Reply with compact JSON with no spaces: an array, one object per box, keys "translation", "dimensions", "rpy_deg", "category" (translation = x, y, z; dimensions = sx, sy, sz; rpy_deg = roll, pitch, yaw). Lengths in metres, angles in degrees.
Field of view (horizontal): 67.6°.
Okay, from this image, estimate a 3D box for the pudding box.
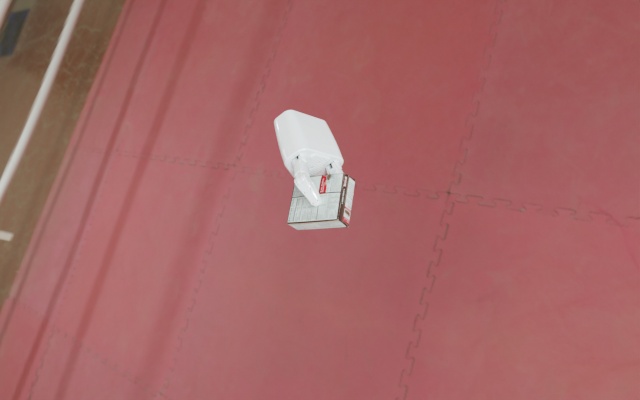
[{"translation":[0.000,0.003,0.833],"dimensions":[0.113,0.090,0.039],"rpy_deg":[-6,-24,36],"category":"pudding box"}]
